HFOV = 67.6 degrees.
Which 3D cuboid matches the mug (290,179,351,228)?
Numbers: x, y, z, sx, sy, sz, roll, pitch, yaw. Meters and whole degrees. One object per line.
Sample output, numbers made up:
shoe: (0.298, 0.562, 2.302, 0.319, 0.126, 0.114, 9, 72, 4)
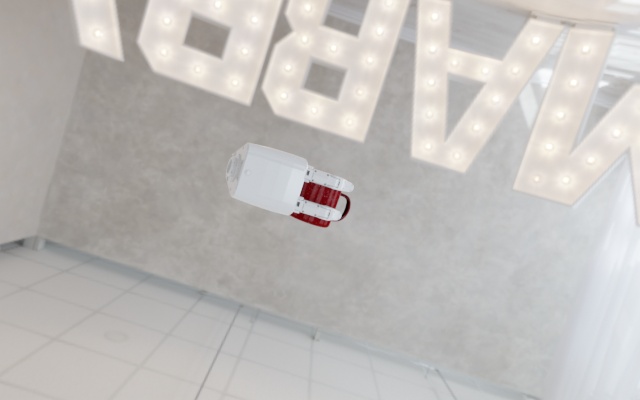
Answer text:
mug: (0.001, 0.003, 0.880, 0.117, 0.081, 0.093, 18, 4, -22)
